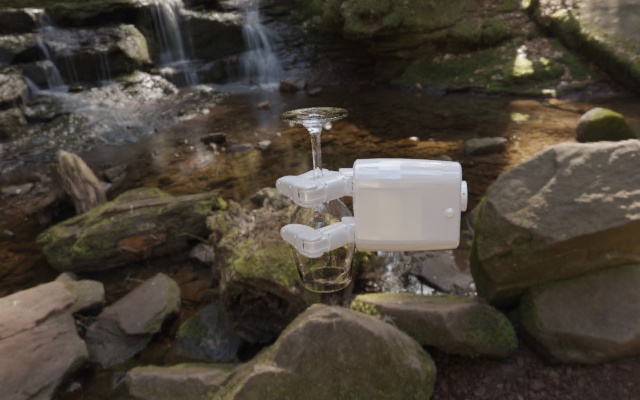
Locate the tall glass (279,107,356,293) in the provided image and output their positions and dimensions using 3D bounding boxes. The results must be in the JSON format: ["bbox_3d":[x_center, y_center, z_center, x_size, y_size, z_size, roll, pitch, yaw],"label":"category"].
[{"bbox_3d":[0.000,0.001,0.538,0.079,0.201,0.079,-3,21,1],"label":"tall glass"}]
